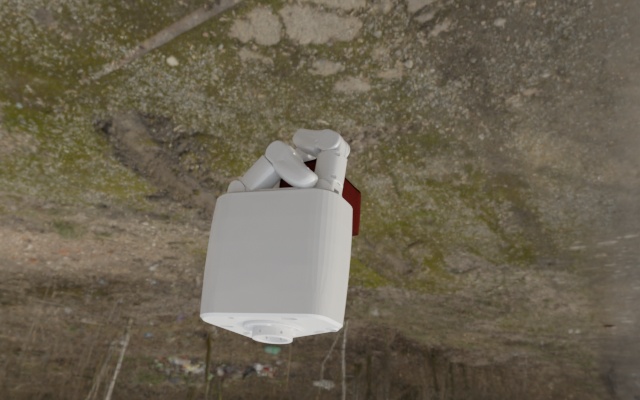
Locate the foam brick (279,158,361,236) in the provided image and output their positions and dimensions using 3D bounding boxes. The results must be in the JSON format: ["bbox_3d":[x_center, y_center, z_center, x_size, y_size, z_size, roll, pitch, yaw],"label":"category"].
[{"bbox_3d":[0.000,0.002,0.473,0.053,0.051,0.078,-12,-32,28],"label":"foam brick"}]
